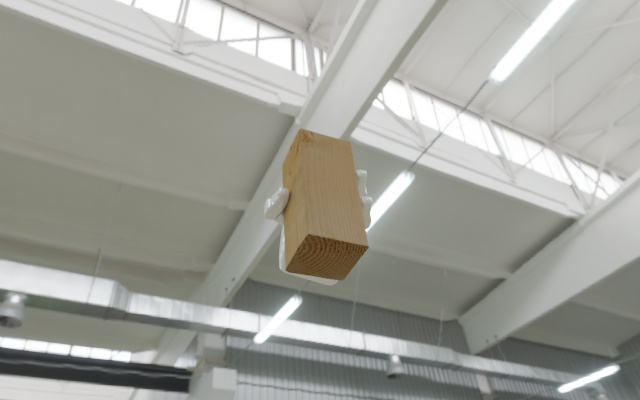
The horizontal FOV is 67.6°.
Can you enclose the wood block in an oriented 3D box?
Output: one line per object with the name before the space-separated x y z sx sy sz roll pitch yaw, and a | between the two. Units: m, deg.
wood block | 0.000 0.002 0.705 0.091 0.206 0.090 12 -45 -20
